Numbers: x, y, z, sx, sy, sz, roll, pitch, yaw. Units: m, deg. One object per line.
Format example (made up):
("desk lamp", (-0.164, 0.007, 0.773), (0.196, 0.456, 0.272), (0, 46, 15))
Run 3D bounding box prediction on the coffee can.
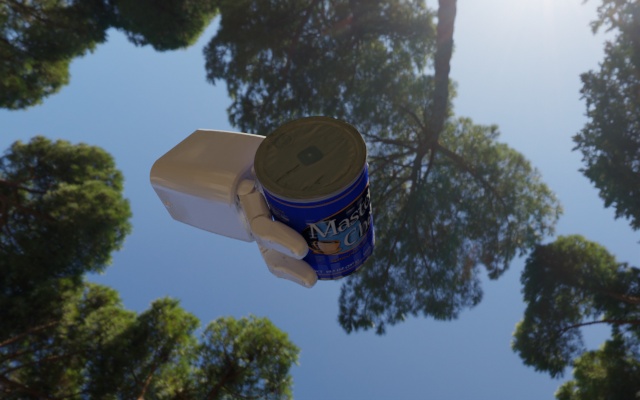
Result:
("coffee can", (0.000, 0.001, 0.480), (0.103, 0.102, 0.140), (0, -38, 11))
